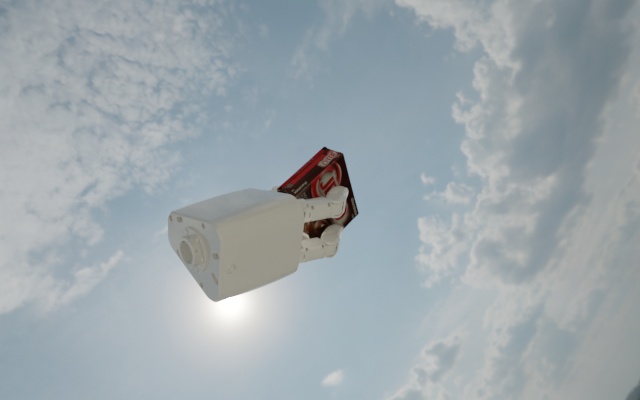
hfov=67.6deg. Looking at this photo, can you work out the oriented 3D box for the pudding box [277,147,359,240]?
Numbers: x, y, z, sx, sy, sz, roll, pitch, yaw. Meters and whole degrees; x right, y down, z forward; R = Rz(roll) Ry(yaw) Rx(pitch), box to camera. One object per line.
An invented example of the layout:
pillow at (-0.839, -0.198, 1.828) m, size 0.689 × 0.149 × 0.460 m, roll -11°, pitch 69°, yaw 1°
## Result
pudding box at (0.000, 0.002, 0.610) m, size 0.039 × 0.114 × 0.090 m, roll 28°, pitch 60°, yaw 35°
